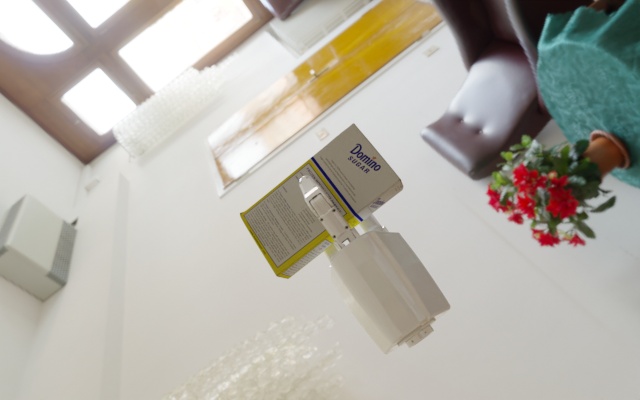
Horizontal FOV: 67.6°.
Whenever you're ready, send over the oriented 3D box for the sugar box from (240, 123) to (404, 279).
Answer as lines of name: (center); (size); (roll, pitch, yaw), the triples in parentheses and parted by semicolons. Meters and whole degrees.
sugar box: (0.000, 0.002, 0.559); (0.176, 0.093, 0.048); (-37, -21, 3)
